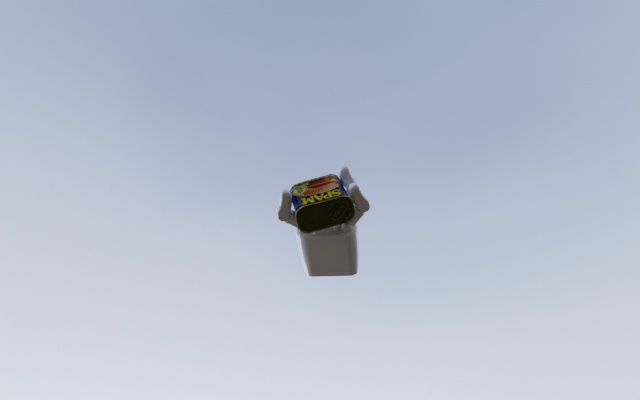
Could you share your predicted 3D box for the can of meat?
[{"bbox_3d":[0.000,0.003,0.842,0.102,0.057,0.084,-15,35,-5],"label":"can of meat"}]
